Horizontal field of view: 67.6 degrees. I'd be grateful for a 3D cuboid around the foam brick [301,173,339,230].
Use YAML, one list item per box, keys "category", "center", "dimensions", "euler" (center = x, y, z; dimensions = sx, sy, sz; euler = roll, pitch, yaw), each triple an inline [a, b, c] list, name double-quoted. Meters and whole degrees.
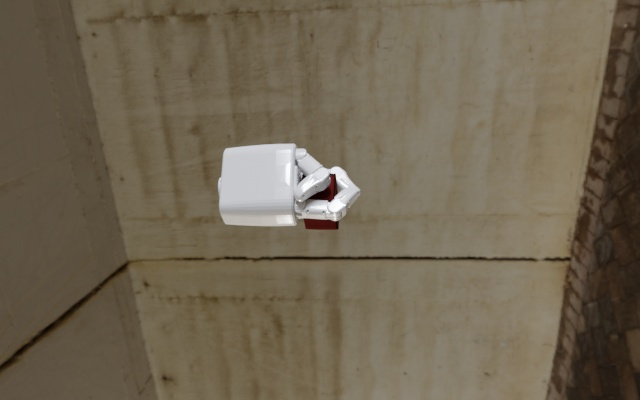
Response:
- category: "foam brick"
  center: [0.000, 0.003, 0.718]
  dimensions: [0.051, 0.053, 0.078]
  euler: [-2, -36, 5]
